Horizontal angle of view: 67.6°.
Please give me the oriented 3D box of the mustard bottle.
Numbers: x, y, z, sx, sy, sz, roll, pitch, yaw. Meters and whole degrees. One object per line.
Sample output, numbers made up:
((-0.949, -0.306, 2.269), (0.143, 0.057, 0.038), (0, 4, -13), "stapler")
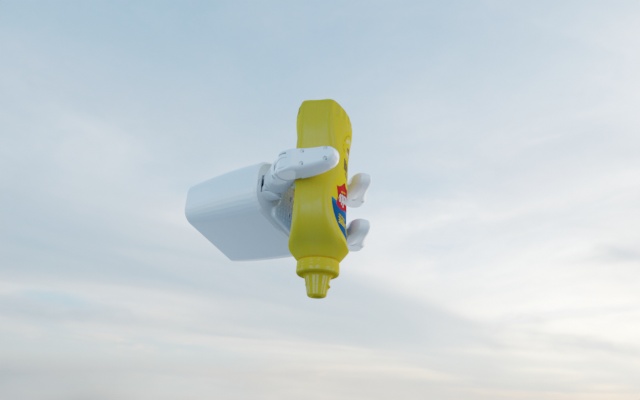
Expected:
((0.000, 0.001, 0.477), (0.058, 0.191, 0.096), (-1, -25, 9), "mustard bottle")
